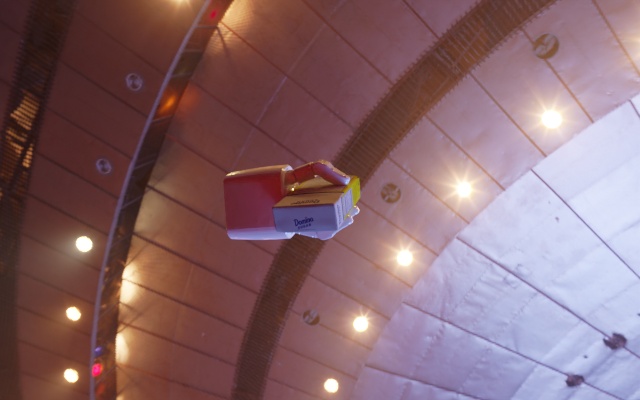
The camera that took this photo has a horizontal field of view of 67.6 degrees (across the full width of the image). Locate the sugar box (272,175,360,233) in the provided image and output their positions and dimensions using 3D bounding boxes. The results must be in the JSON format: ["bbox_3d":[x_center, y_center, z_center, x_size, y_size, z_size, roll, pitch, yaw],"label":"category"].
[{"bbox_3d":[0.000,0.003,0.733,0.093,0.048,0.176,-3,17,17],"label":"sugar box"}]
